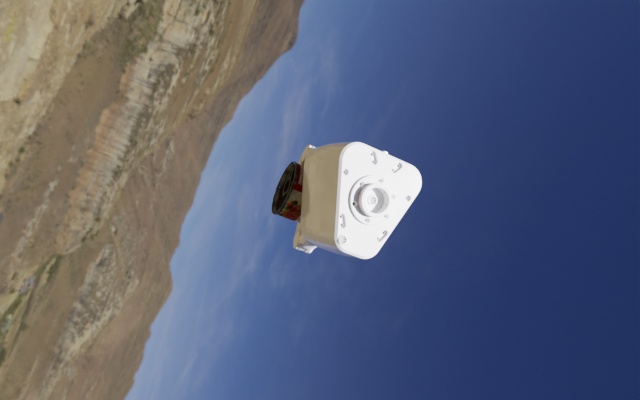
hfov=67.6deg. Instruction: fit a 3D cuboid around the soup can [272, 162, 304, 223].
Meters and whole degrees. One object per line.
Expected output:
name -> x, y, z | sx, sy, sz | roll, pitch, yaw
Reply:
soup can -> 0.000, 0.002, 0.588 | 0.102, 0.068, 0.068 | 21, -7, -18
